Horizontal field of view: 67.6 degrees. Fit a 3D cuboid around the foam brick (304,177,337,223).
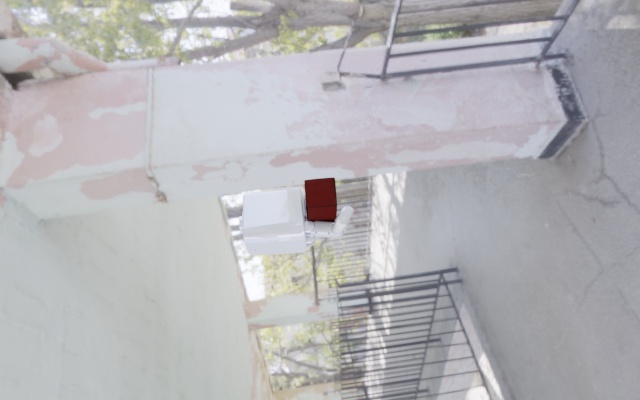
[{"bbox_3d":[0.000,0.002,0.808,0.051,0.053,0.078,-4,-25,-2],"label":"foam brick"}]
